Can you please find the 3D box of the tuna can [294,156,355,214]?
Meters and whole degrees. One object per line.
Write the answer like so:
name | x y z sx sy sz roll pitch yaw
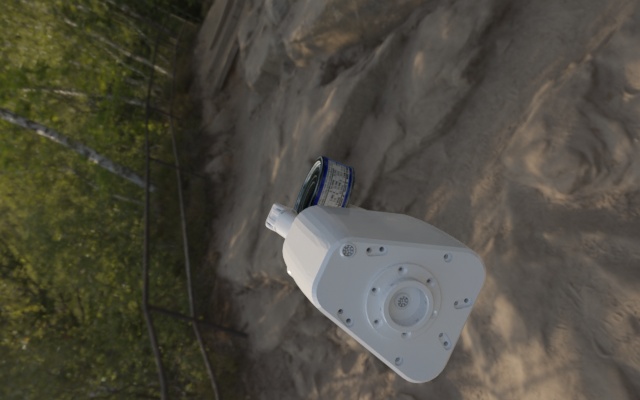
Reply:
tuna can | 0.000 0.001 0.463 0.034 0.086 0.086 21 -4 -11
